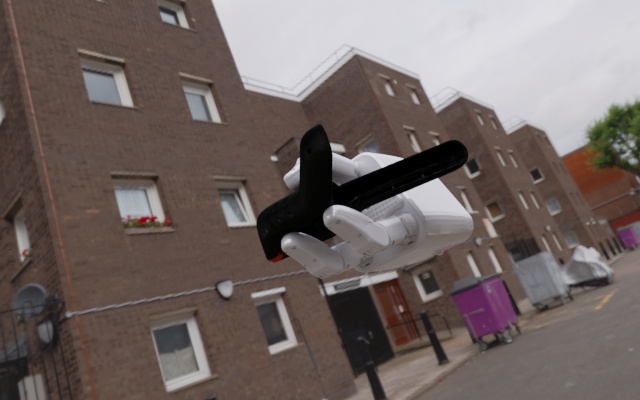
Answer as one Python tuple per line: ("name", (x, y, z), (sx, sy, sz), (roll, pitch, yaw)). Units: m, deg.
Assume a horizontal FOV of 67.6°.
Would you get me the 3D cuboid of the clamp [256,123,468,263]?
("clamp", (0.000, 0.001, 0.405), (0.164, 0.036, 0.210), (5, -31, -45))
